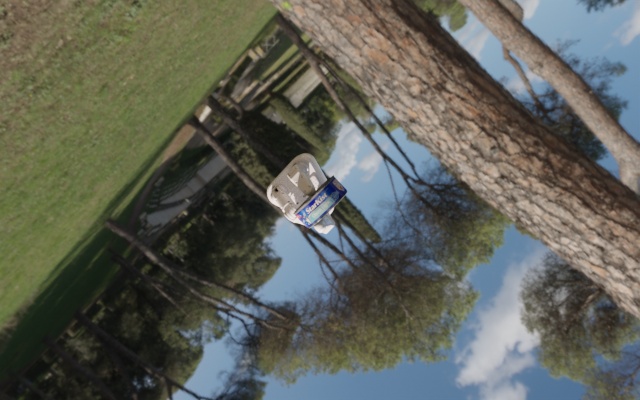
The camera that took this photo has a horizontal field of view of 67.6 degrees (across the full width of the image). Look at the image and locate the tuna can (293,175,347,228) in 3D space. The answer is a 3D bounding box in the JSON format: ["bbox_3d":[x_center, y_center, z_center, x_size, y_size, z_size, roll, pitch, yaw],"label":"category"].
[{"bbox_3d":[0.001,0.003,0.730,0.086,0.034,0.086,-44,3,3],"label":"tuna can"}]
